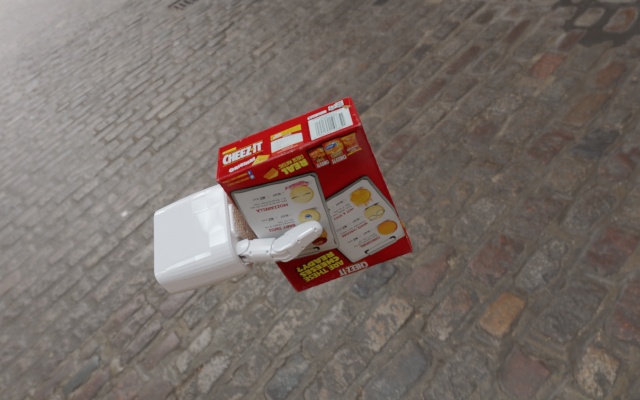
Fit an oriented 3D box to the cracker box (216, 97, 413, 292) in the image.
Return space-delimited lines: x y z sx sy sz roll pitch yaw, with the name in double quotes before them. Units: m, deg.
"cracker box" 0.000 0.002 0.573 0.164 0.214 0.072 -21 41 10
